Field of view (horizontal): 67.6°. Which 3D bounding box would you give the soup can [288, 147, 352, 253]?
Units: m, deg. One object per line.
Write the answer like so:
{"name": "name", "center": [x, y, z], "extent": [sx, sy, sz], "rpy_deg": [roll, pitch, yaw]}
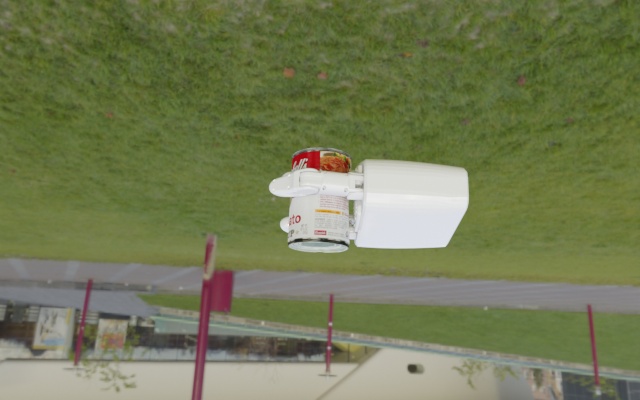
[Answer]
{"name": "soup can", "center": [0.000, 0.002, 0.523], "extent": [0.068, 0.102, 0.068], "rpy_deg": [2, -15, 1]}
